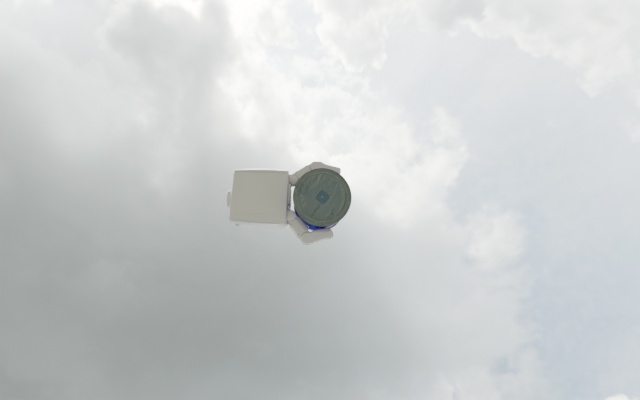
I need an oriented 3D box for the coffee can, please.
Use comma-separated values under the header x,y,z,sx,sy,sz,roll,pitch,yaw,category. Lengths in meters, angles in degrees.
x,y,z,sx,sy,sz,roll,pitch,yaw,category
0.000,0.003,0.898,0.103,0.103,0.140,0,-8,-3,coffee can
